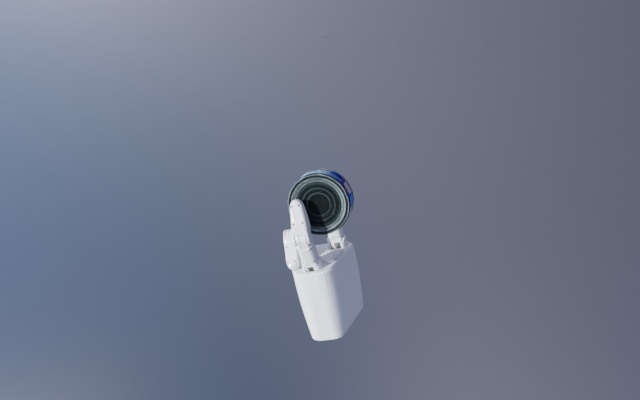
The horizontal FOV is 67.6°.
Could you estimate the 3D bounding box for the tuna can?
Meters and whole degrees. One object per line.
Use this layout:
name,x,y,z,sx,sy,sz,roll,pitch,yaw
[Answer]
tuna can,0.000,0.002,0.638,0.086,0.086,0.033,0,14,12
